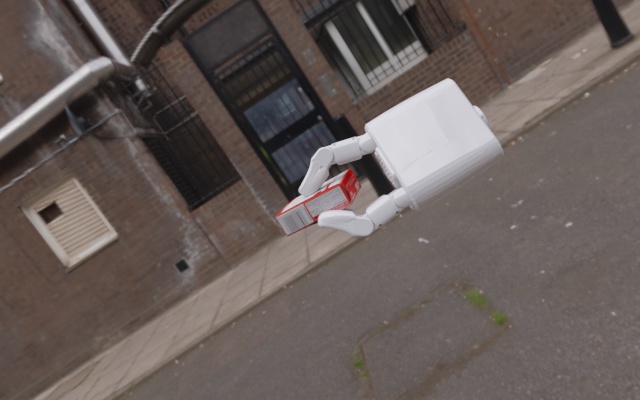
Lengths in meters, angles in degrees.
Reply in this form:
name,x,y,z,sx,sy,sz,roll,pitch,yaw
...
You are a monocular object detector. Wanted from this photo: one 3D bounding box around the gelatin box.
name,x,y,z,sx,sy,sz,roll,pitch,yaw
gelatin box,0.000,0.002,0.556,0.089,0.030,0.073,-27,8,18
